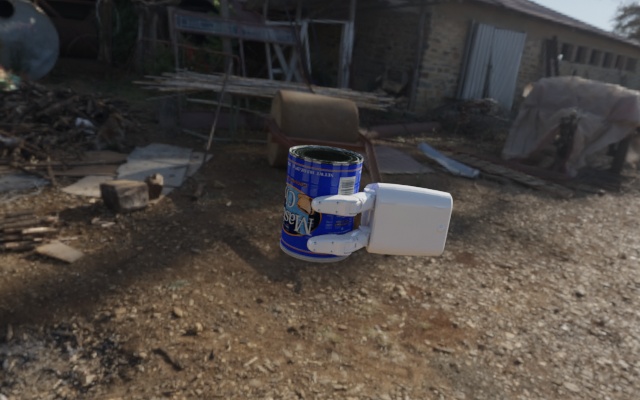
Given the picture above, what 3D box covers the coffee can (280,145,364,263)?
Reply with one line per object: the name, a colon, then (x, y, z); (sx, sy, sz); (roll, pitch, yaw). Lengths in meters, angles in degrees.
coffee can: (0.000, 0.002, 0.669); (0.103, 0.140, 0.102); (6, 17, -2)
